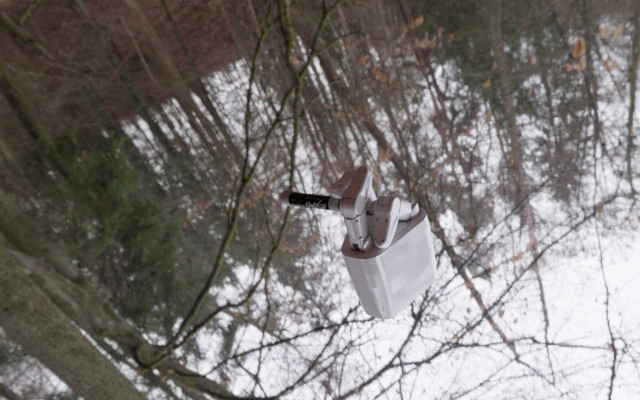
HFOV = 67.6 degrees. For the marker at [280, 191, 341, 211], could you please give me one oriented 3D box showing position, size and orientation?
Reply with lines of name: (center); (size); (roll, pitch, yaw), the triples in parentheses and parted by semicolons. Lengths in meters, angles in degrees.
marker: (0.000, 0.002, 0.589); (0.121, 0.020, 0.020); (6, 4, 38)
